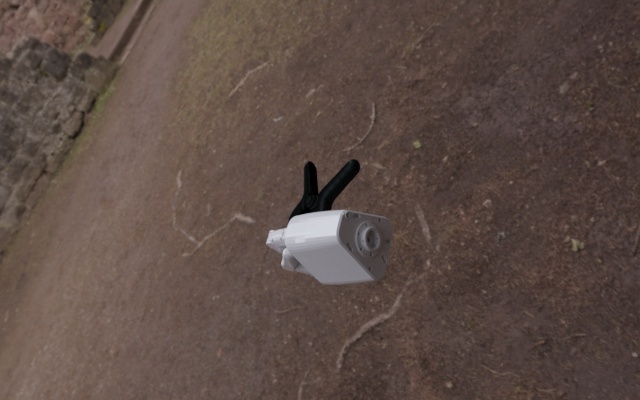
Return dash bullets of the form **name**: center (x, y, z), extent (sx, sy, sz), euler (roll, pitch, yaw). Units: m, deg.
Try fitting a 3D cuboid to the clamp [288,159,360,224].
- **clamp**: center (0.000, 0.002, 0.767), extent (0.039, 0.171, 0.120), euler (31, -28, -34)
